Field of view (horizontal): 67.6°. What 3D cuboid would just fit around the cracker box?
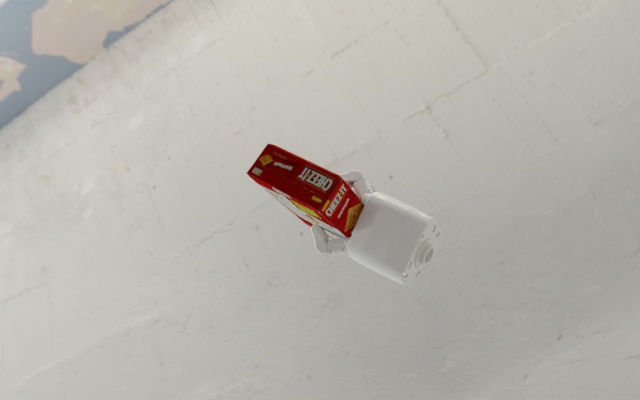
[{"bbox_3d":[0.000,0.003,0.814,0.164,0.072,0.214,27,-11,34],"label":"cracker box"}]
